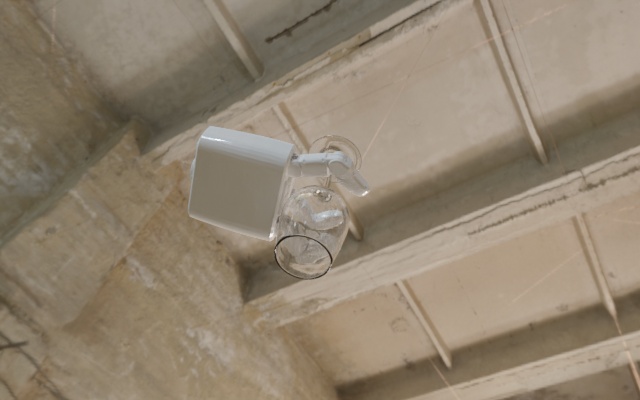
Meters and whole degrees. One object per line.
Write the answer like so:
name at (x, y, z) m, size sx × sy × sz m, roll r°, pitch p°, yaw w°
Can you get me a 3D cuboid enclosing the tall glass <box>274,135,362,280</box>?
tall glass at (0.000, 0.001, 0.568) m, size 0.079 × 0.079 × 0.201 m, roll 0°, pitch 35°, yaw 13°
